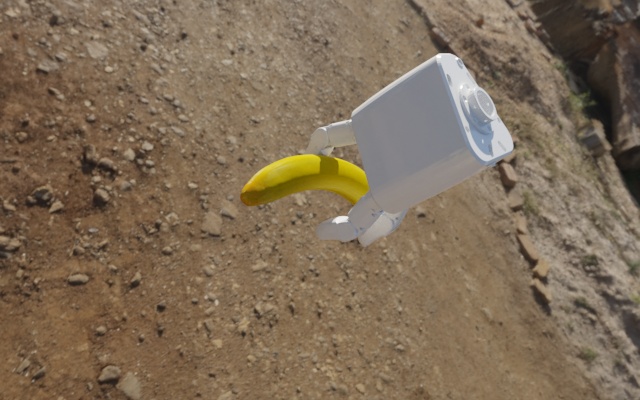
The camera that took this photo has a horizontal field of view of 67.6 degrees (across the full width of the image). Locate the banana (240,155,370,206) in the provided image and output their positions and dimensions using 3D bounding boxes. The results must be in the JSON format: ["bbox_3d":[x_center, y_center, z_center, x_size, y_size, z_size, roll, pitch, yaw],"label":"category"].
[{"bbox_3d":[0.001,-0.016,0.508,0.198,0.069,0.037,12,-22,-42],"label":"banana"}]
